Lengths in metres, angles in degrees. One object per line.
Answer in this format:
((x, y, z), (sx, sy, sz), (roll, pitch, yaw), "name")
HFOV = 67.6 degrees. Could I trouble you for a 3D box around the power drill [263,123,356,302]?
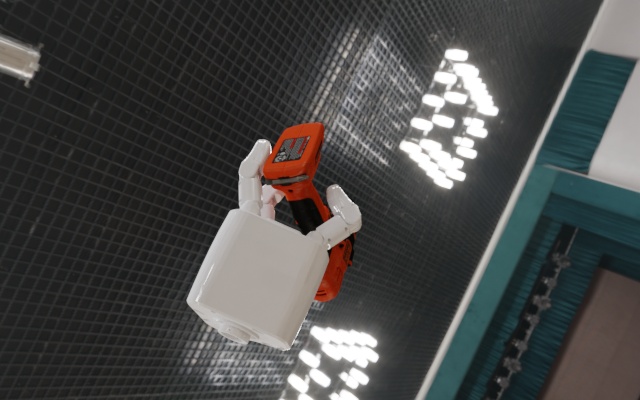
((0.000, 0.002, 0.598), (0.057, 0.188, 0.184), (-8, 34, 19), "power drill")
